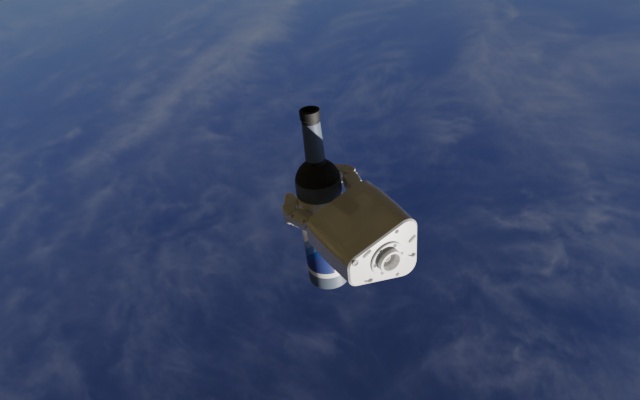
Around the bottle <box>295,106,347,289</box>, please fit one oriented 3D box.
[{"bbox_3d":[0.000,0.002,0.705,0.069,0.296,0.069,-5,34,3],"label":"bottle"}]
